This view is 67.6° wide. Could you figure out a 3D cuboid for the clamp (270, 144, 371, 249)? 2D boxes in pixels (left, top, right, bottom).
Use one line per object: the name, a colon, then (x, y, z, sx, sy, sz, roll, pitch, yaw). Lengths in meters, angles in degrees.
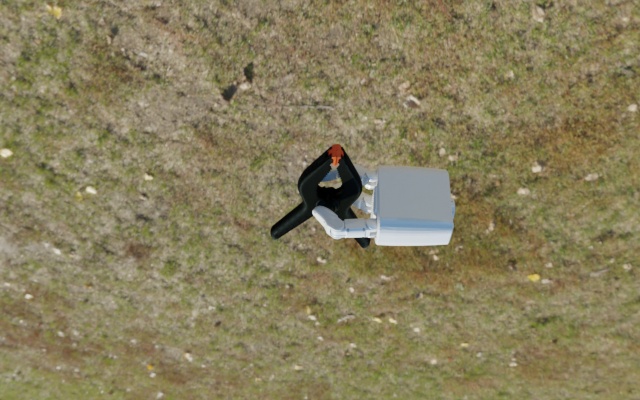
clamp: (0.000, 0.003, 0.722, 0.164, 0.036, 0.210, 0, -42, 1)
